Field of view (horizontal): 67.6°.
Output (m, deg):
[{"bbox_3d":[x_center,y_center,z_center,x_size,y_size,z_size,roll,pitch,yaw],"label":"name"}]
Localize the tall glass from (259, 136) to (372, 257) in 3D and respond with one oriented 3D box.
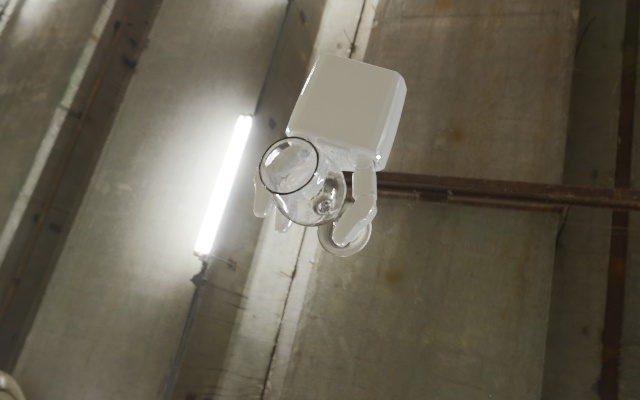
[{"bbox_3d":[0.000,0.002,0.540,0.079,0.079,0.201,0,-21,20],"label":"tall glass"}]
